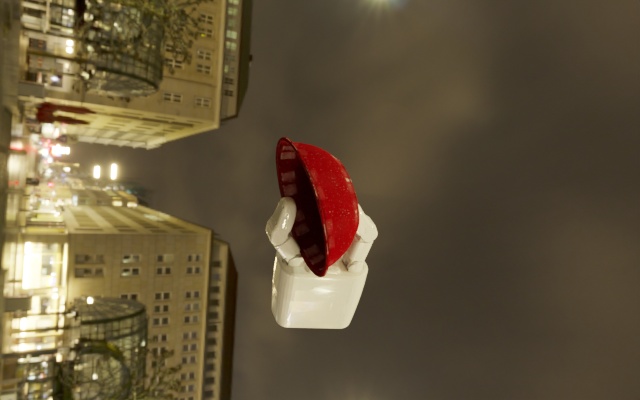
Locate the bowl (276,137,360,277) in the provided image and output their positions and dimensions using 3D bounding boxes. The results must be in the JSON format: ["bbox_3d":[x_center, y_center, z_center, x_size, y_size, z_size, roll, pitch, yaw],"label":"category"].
[{"bbox_3d":[0.001,0.001,0.539,0.055,0.162,0.162,-16,4,-16],"label":"bowl"}]
